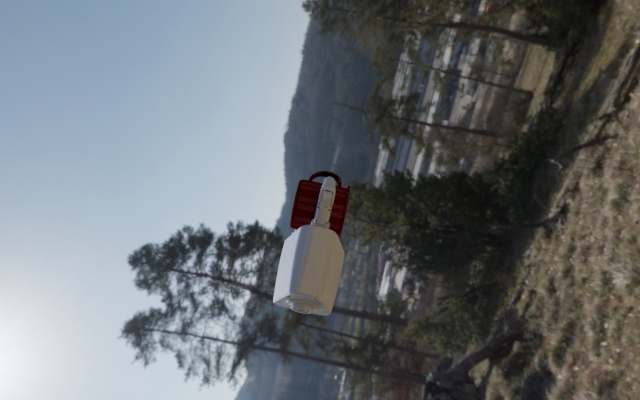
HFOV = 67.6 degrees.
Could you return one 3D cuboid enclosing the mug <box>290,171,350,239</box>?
[{"bbox_3d":[0.000,0.001,0.770,0.081,0.117,0.093,12,-26,-1],"label":"mug"}]
